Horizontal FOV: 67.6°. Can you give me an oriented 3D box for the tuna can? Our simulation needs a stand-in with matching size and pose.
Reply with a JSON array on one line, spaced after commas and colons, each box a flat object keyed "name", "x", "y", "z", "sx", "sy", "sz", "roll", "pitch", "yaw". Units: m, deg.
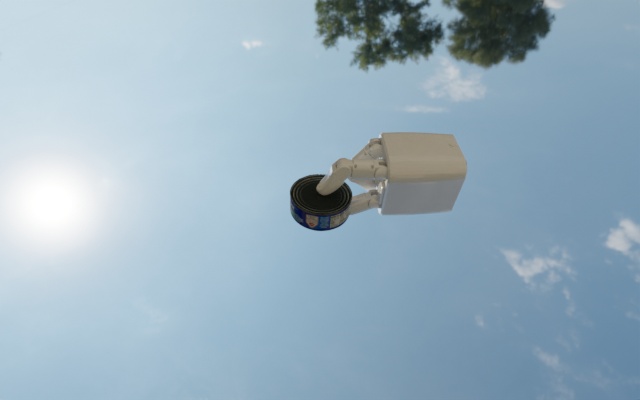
[{"name": "tuna can", "x": 0.000, "y": 0.003, "z": 0.662, "sx": 0.086, "sy": 0.034, "sz": 0.086, "roll": 2, "pitch": 41, "yaw": -2}]
